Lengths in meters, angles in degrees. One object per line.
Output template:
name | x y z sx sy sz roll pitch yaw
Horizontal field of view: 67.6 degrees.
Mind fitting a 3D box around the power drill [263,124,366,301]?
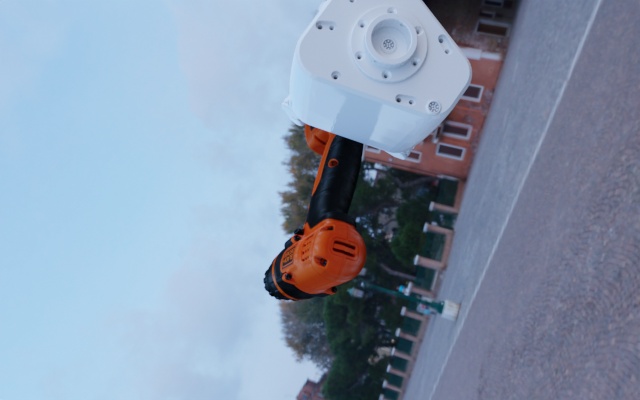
power drill | 0.000 0.001 0.456 0.057 0.187 0.184 18 -22 -17
